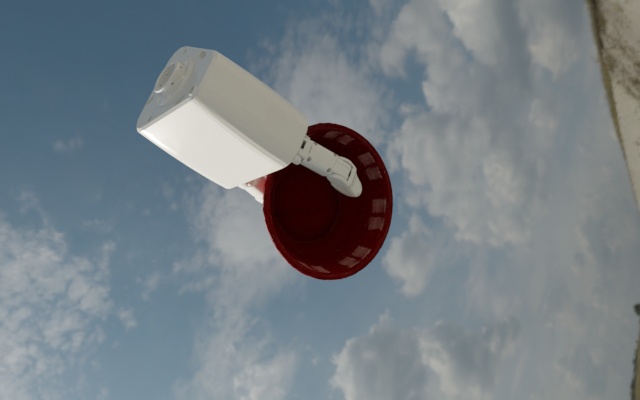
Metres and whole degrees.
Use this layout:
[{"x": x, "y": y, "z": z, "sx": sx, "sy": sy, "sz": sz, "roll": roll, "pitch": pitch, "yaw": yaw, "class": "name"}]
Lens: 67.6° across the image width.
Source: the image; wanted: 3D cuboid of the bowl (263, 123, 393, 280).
[{"x": 0.001, "y": 0.003, "z": 0.512, "sx": 0.162, "sy": 0.162, "sz": 0.055, "roll": 0, "pitch": -2, "yaw": -33, "class": "bowl"}]
